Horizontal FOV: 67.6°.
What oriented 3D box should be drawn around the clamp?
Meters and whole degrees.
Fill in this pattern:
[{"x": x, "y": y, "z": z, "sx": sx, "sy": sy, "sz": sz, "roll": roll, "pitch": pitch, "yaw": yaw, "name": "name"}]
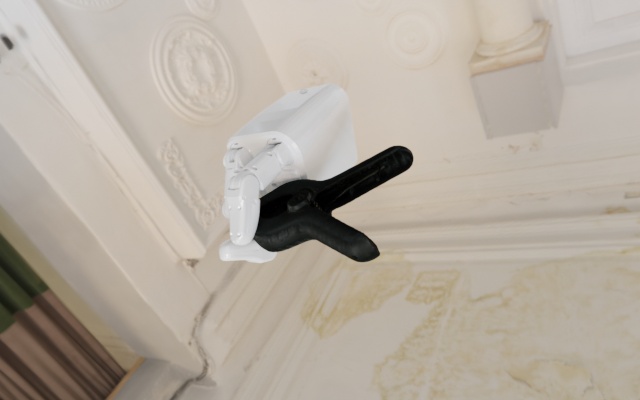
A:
[{"x": 0.000, "y": 0.002, "z": 0.417, "sx": 0.171, "sy": 0.039, "sz": 0.120, "roll": -1, "pitch": 38, "yaw": 41, "name": "clamp"}]
